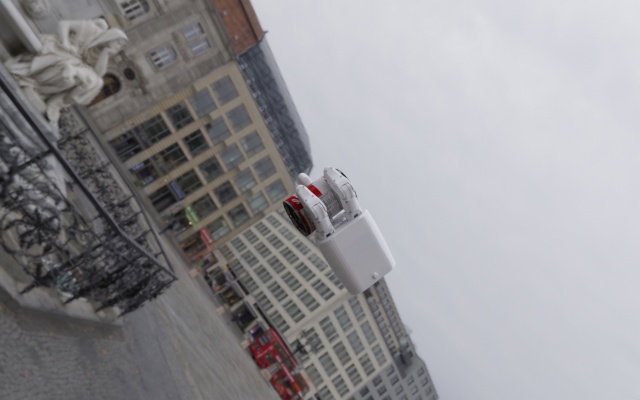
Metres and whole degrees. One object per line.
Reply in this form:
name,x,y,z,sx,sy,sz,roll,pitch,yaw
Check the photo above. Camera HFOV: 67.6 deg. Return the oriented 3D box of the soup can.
soup can,0.000,0.002,0.769,0.102,0.068,0.068,-34,10,-15
